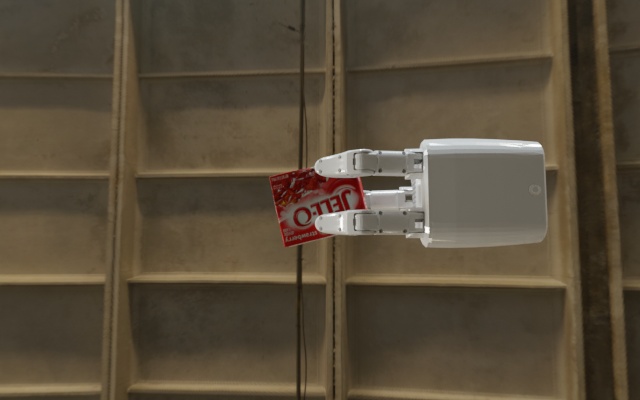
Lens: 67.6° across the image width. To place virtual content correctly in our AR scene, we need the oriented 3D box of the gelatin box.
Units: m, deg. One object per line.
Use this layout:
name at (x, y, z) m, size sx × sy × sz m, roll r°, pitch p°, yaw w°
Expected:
gelatin box at (0.000, 0.002, 0.479) m, size 0.089 × 0.073 × 0.030 m, roll -14°, pitch -7°, yaw 8°
